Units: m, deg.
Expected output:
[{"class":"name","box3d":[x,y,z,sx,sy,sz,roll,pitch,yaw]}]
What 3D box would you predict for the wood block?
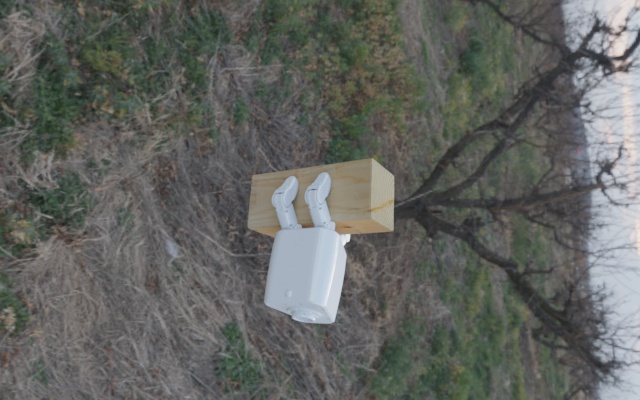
[{"class":"wood block","box3d":[0.000,0.003,0.734,0.206,0.090,0.091,-6,-18,28]}]
